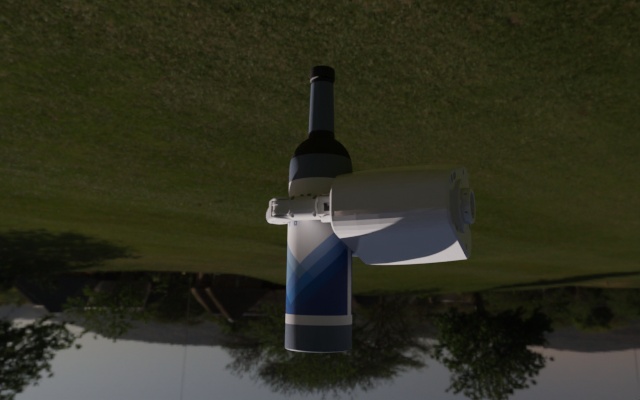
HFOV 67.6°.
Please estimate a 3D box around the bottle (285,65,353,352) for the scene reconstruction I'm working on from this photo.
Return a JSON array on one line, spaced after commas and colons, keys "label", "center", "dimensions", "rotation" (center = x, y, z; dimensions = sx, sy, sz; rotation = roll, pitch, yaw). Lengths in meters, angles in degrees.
[{"label": "bottle", "center": [0.000, 0.002, 0.499], "dimensions": [0.069, 0.295, 0.069], "rotation": [1, -10, 0]}]
